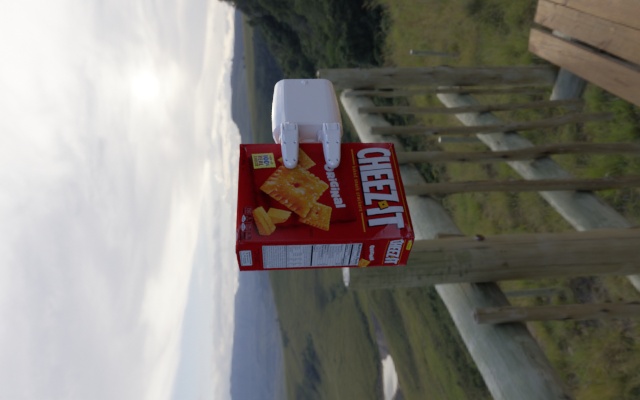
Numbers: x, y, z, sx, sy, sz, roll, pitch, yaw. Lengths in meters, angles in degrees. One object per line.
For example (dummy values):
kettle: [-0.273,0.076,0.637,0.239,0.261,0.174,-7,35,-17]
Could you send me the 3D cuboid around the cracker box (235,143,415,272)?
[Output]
cracker box: [0.000,0.002,0.621,0.214,0.164,0.072,-2,-38,-5]
